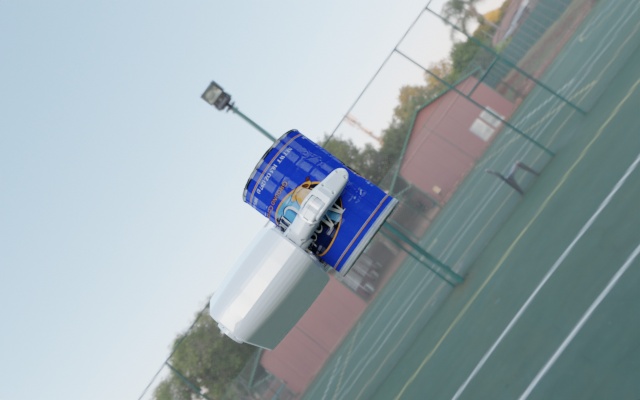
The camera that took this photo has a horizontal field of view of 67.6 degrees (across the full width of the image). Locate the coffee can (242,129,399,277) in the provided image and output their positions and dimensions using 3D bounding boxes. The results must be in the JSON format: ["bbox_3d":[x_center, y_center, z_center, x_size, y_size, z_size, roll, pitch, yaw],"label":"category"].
[{"bbox_3d":[0.000,0.002,0.530,0.140,0.103,0.103,36,6,8],"label":"coffee can"}]
